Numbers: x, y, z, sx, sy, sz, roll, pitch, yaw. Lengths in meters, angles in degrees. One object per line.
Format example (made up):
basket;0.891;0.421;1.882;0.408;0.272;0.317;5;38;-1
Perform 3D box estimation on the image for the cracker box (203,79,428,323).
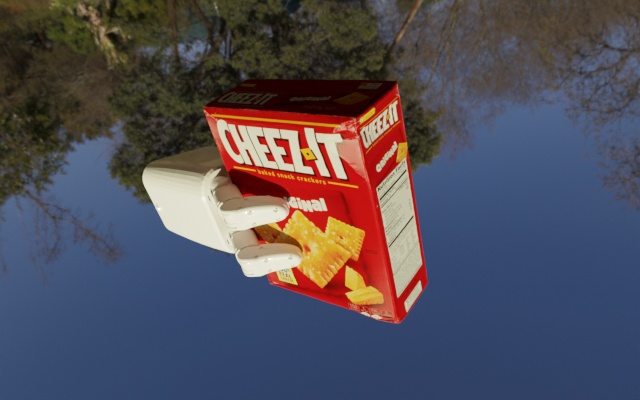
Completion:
cracker box;0.000;0.001;0.442;0.164;0.214;0.072;11;41;35
